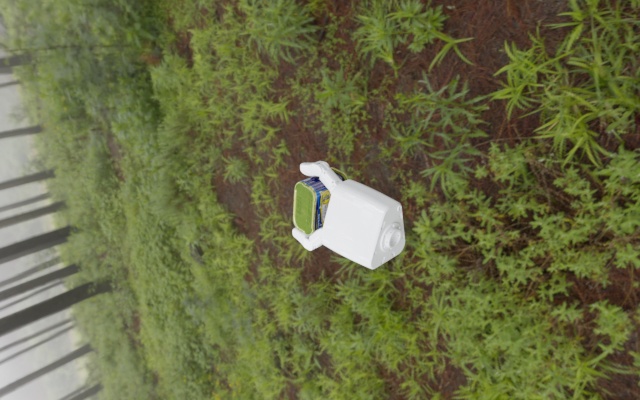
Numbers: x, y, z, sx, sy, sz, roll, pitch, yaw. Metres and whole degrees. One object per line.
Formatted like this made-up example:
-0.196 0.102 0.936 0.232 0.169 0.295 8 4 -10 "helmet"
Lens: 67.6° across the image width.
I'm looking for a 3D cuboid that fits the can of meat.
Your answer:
0.000 0.003 0.842 0.084 0.102 0.057 -24 39 -39 "can of meat"
